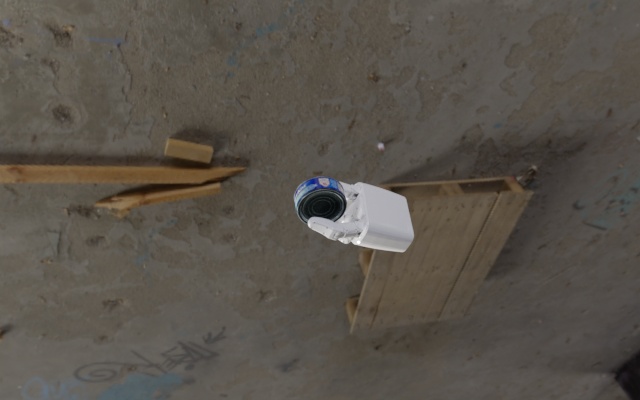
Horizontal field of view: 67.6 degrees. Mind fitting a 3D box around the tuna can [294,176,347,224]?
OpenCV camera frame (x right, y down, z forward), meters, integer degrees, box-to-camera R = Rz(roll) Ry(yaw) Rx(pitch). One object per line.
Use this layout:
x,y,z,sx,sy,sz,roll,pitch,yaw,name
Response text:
0.000,0.003,0.792,0.086,0.086,0.033,0,41,-11,tuna can
